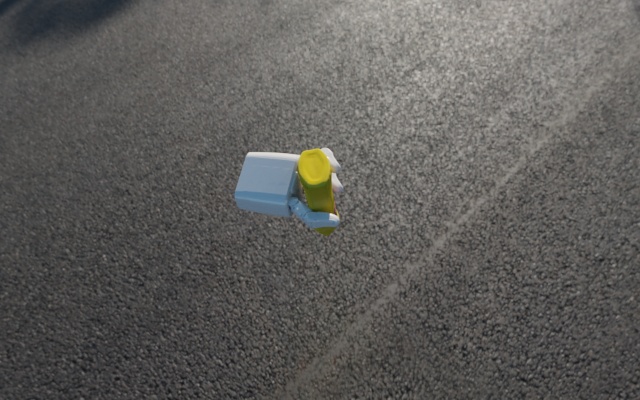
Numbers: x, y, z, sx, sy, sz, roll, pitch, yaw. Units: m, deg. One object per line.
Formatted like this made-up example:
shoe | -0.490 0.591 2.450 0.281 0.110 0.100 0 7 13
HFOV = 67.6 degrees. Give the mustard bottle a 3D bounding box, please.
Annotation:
mustard bottle | 0.000 0.003 0.889 0.058 0.096 0.192 -12 -42 -1
